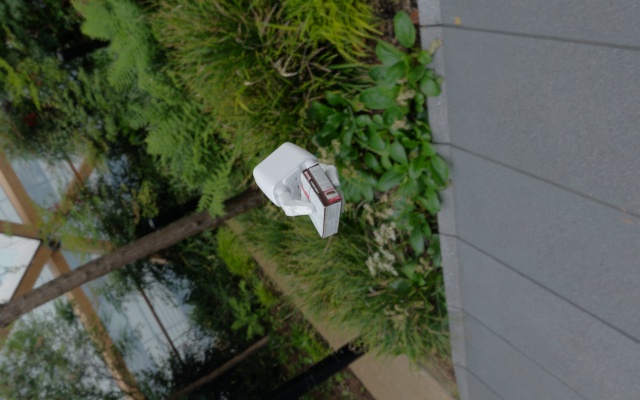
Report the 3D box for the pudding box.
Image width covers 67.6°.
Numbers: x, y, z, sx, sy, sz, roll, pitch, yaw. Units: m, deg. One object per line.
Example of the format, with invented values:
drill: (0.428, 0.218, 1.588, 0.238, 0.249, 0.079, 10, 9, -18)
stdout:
pudding box: (0.000, 0.003, 0.860, 0.039, 0.090, 0.114, -25, -28, -16)
